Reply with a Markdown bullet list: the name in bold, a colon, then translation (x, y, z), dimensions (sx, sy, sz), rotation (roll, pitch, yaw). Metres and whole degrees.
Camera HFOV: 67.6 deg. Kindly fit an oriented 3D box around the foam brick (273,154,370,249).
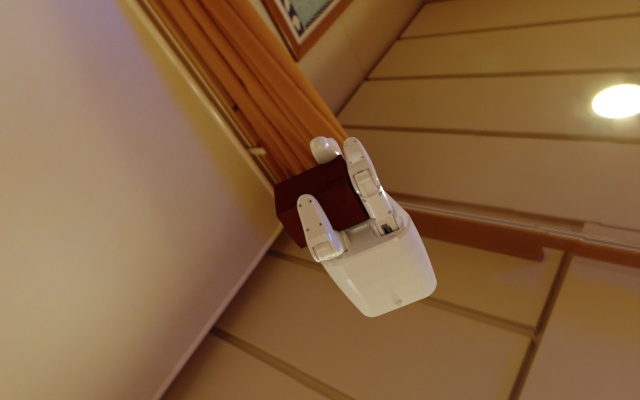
- **foam brick**: translation (0.000, 0.002, 0.471), dimensions (0.078, 0.051, 0.053), rotation (-24, 37, 11)
